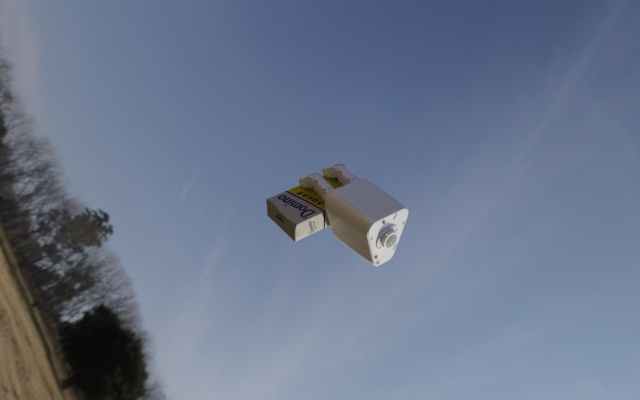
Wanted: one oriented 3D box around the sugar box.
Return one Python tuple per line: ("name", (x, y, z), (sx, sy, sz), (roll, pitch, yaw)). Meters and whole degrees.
("sugar box", (0.000, 0.002, 0.868), (0.176, 0.048, 0.093), (-22, 42, -31))
